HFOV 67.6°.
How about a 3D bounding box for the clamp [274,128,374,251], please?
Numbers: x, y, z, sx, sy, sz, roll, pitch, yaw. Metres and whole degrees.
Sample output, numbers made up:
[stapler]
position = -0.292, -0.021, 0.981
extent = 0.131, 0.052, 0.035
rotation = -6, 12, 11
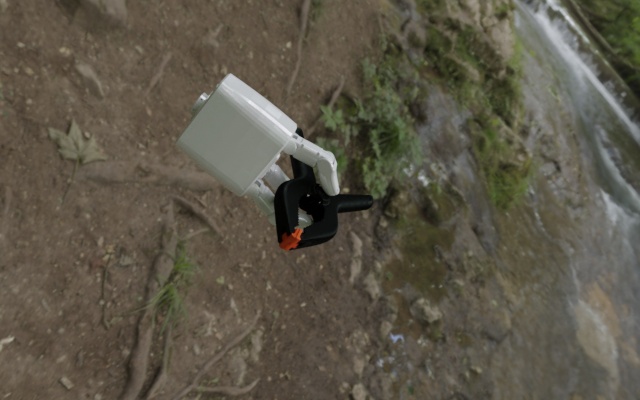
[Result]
[clamp]
position = 0.000, 0.002, 0.636
extent = 0.036, 0.164, 0.209
rotation = -43, 18, 34
